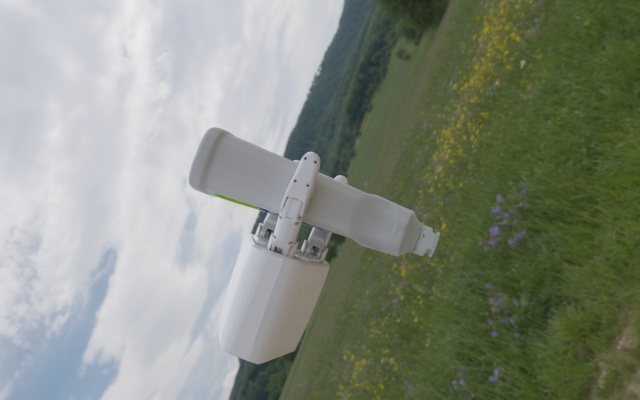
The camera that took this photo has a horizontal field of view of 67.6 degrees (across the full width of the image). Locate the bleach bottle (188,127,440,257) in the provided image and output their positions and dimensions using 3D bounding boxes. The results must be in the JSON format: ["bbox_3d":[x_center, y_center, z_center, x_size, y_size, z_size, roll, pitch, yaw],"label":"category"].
[{"bbox_3d":[0.000,0.002,0.493,0.251,0.068,0.102,20,-2,5],"label":"bleach bottle"}]
